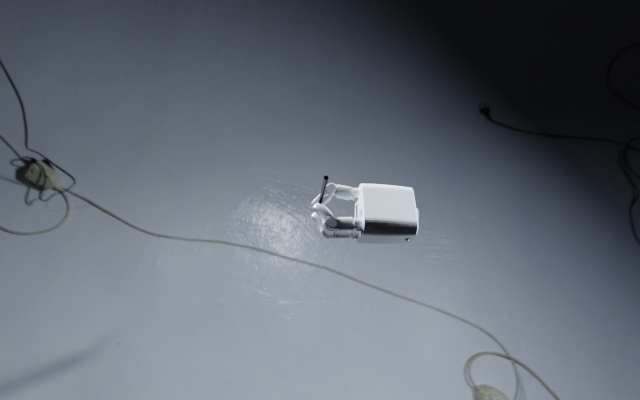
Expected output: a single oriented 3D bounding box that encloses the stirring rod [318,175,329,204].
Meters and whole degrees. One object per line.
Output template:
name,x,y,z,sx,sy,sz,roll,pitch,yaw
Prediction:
stirring rod,0.000,0.003,0.896,0.011,0.011,0.240,0,-20,-5
